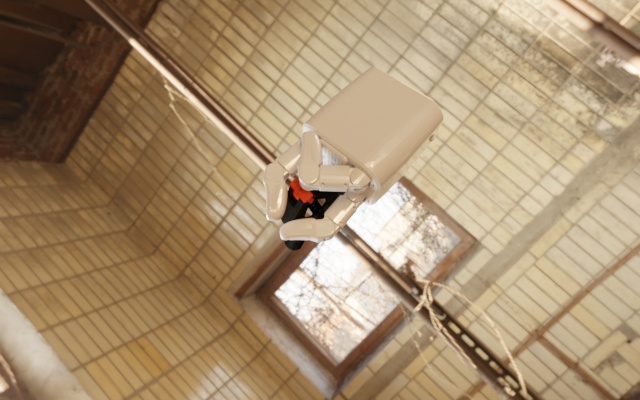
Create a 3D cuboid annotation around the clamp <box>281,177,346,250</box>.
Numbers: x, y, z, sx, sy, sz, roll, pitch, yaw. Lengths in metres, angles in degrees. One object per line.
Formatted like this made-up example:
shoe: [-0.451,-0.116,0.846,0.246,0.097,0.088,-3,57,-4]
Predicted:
clamp: [0.000,0.001,0.575,0.039,0.120,0.171,44,-12,12]
